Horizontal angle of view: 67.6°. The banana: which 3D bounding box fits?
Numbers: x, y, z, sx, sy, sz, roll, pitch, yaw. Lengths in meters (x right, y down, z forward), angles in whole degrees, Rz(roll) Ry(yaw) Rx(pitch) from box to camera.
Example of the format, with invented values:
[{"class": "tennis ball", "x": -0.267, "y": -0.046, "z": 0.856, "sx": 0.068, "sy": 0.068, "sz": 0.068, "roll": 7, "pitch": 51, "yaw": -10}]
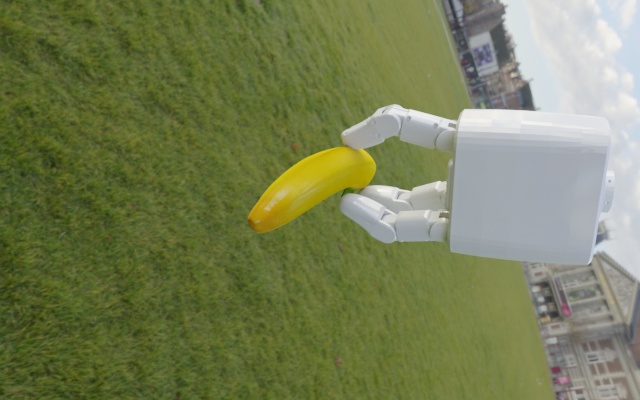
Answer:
[{"class": "banana", "x": 0.009, "y": -0.015, "z": 0.421, "sx": 0.037, "sy": 0.070, "sz": 0.198, "roll": 30, "pitch": 18, "yaw": 20}]
